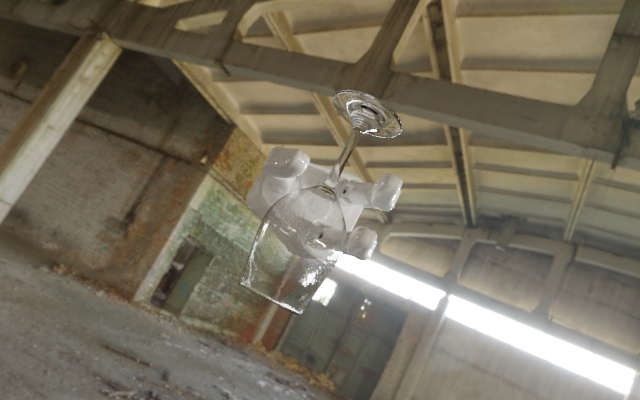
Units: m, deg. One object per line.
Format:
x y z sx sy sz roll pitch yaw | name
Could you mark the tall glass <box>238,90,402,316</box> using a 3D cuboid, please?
0.000 0.001 0.440 0.079 0.201 0.079 26 -14 7 | tall glass
